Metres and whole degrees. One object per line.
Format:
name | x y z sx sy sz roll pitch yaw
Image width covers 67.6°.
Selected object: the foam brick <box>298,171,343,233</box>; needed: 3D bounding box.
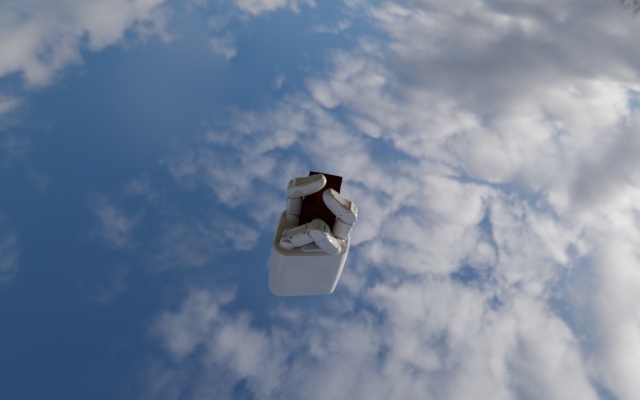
foam brick | 0.000 0.002 0.710 0.053 0.051 0.078 12 42 0
